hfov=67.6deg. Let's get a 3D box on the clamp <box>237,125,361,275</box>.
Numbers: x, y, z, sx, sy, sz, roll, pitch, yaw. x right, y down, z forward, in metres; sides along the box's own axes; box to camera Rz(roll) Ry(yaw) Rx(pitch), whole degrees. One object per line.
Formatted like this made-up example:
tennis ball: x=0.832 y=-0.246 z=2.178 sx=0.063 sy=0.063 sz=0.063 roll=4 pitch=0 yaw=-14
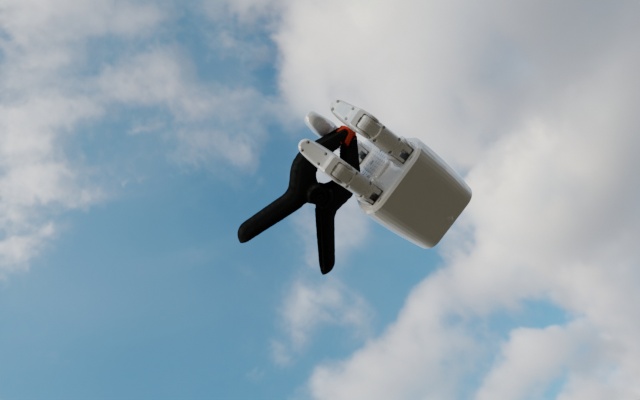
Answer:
clamp: x=0.000 y=0.001 z=0.536 sx=0.120 sy=0.171 sz=0.039 roll=33 pitch=7 yaw=-29
